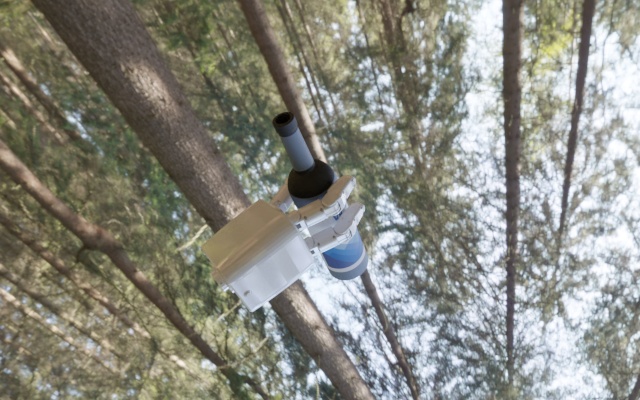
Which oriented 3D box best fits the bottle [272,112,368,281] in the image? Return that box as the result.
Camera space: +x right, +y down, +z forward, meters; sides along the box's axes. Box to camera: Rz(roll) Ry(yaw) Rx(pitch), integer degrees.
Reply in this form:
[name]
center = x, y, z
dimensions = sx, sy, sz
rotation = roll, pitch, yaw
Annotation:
[bottle]
center = 0.000, 0.002, 0.658
dimensions = 0.069, 0.069, 0.296
rotation = 0, -41, 23
